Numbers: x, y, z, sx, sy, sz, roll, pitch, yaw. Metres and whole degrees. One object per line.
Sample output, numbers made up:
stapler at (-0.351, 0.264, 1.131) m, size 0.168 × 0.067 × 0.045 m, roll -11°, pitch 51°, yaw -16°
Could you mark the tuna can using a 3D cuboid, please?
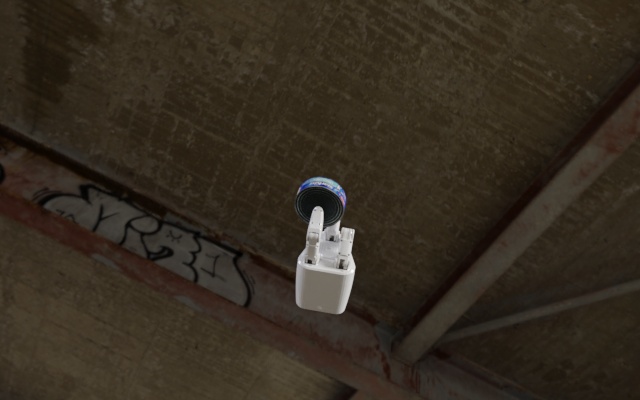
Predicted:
tuna can at (0.000, 0.002, 0.814) m, size 0.086 × 0.086 × 0.033 m, roll 0°, pitch 35°, yaw 13°
